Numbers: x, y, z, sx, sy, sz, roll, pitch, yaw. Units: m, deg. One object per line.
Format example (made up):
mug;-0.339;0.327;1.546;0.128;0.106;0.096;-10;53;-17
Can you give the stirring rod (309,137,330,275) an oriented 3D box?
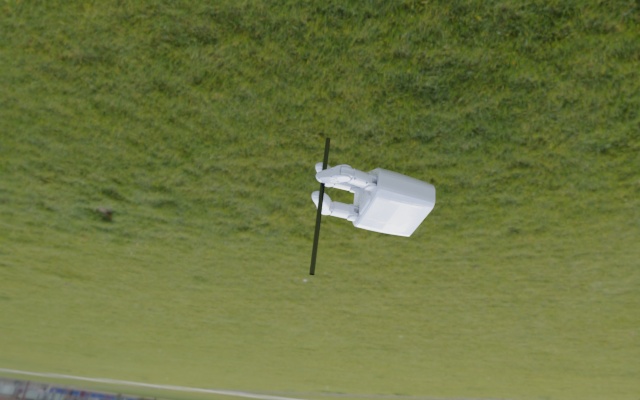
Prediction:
stirring rod;0.000;0.002;0.766;0.011;0.239;0.011;6;-25;3
